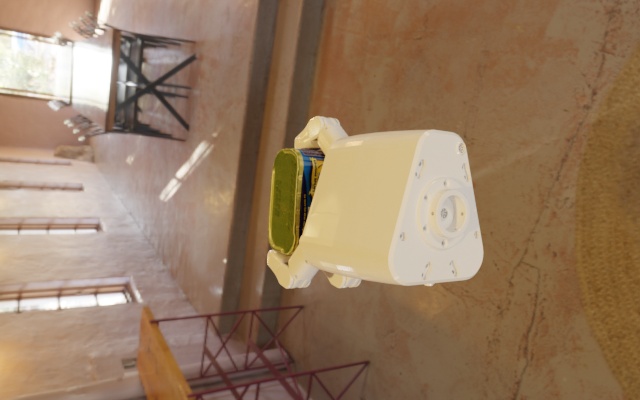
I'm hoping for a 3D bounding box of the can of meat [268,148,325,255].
[{"bbox_3d":[0.000,0.001,0.455,0.084,0.102,0.057,2,3,-33],"label":"can of meat"}]
